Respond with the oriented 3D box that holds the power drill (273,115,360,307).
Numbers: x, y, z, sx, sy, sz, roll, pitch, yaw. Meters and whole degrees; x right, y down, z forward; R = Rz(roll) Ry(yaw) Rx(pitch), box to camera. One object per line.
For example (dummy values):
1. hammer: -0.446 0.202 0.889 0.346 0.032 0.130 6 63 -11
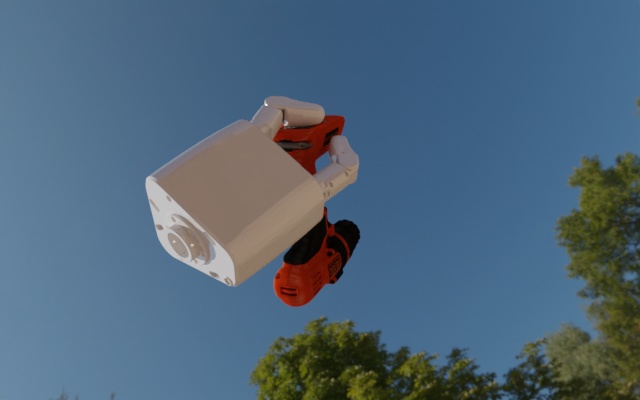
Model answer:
1. power drill: 0.000 0.001 0.541 0.057 0.188 0.184 1 18 22
